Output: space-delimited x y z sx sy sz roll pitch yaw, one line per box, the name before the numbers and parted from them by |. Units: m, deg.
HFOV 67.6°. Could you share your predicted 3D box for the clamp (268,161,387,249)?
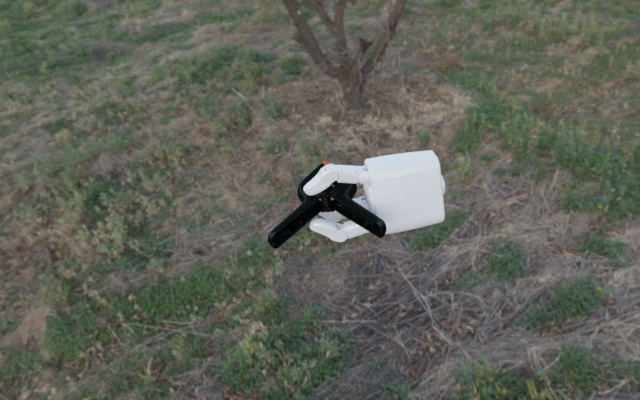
clamp | 0.000 0.001 0.732 0.164 0.036 0.209 -9 32 -1
